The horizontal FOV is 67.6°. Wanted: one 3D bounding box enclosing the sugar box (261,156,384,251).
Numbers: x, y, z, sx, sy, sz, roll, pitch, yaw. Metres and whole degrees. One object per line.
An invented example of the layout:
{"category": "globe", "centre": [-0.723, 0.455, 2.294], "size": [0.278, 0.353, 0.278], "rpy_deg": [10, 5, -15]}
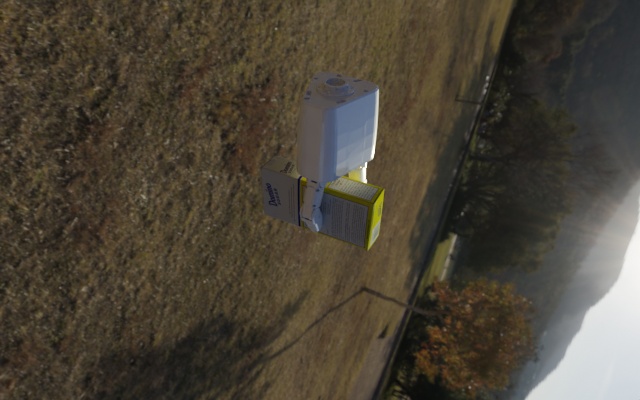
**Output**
{"category": "sugar box", "centre": [0.000, 0.002, 0.695], "size": [0.176, 0.093, 0.048], "rpy_deg": [21, 43, 21]}
